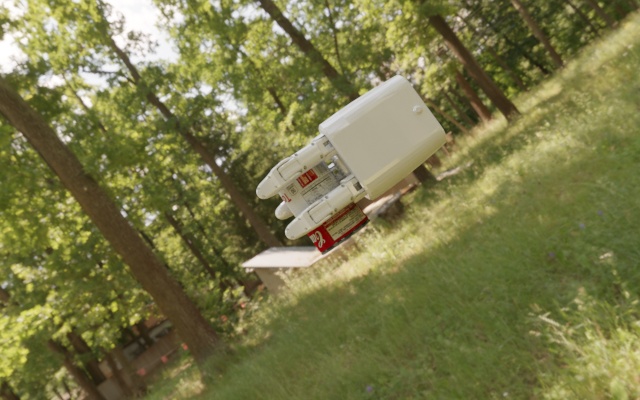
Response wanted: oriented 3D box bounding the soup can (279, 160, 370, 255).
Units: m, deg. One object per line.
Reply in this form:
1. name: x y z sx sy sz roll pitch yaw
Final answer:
1. soup can: 0.000 0.002 0.546 0.068 0.102 0.068 -36 -2 -1
